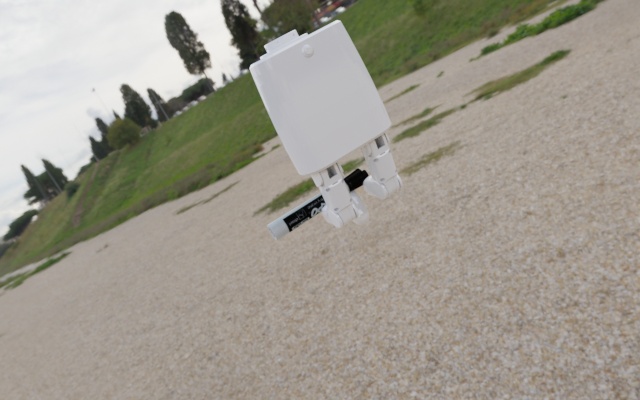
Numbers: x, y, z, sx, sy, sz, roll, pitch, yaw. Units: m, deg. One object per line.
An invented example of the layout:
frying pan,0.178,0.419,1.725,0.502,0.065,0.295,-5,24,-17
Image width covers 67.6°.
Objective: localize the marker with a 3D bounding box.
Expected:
marker,0.000,0.002,0.497,0.121,0.020,0.020,-32,9,-15
